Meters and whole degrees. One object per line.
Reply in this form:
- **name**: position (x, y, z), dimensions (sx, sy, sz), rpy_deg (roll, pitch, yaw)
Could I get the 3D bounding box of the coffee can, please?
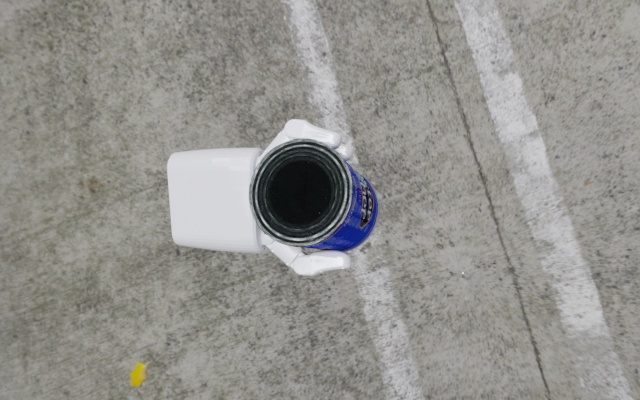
- **coffee can**: position (0.000, 0.002, 0.507), dimensions (0.103, 0.103, 0.140), rpy_deg (0, -8, 17)
